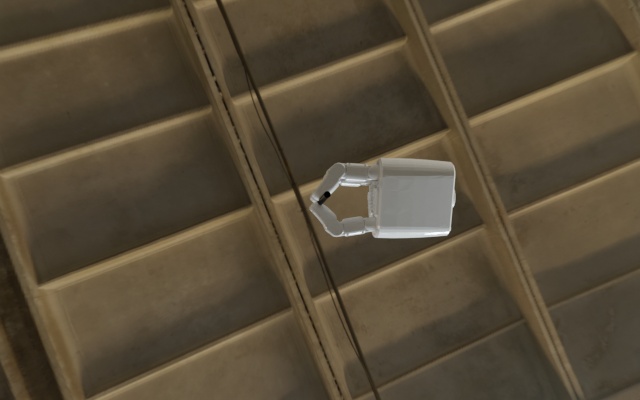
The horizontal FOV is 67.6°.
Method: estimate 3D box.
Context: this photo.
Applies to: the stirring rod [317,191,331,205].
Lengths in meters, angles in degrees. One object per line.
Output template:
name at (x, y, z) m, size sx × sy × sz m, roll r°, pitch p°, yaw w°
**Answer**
stirring rod at (0.000, 0.002, 0.673) m, size 0.011 × 0.011 × 0.239 m, roll 0°, pitch -4°, yaw -4°
